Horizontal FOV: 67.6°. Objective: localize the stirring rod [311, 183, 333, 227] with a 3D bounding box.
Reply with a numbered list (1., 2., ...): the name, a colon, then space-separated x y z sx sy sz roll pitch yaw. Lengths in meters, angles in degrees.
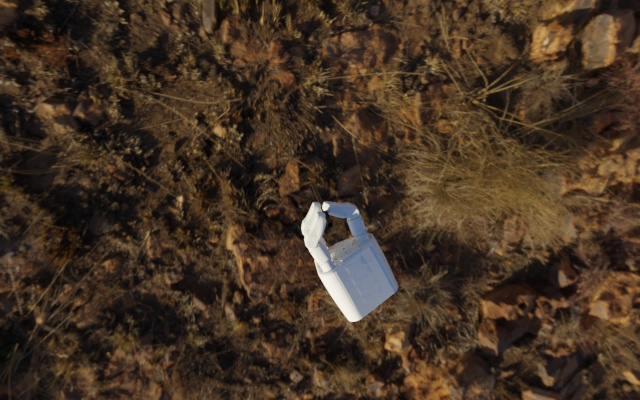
1. stirring rod: 0.000 0.003 0.833 0.011 0.011 0.239 0 16 -7
